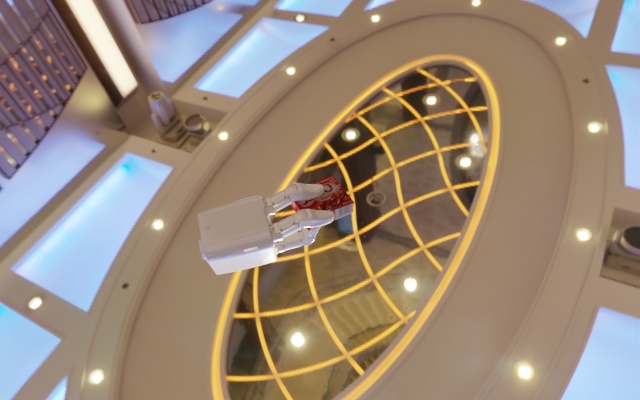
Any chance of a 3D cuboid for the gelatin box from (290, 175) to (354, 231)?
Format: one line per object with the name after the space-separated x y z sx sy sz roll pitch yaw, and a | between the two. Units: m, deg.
0.000 0.003 0.796 0.089 0.030 0.073 -22 51 -20 | gelatin box
